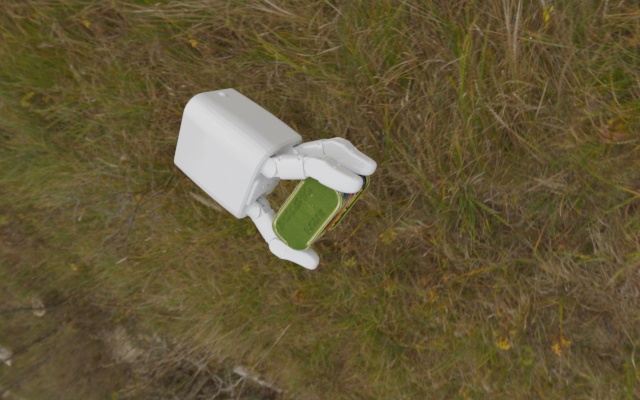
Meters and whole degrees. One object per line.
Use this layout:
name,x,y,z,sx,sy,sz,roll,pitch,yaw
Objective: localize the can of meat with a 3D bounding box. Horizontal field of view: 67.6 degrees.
can of meat,0.000,0.002,0.541,0.057,0.102,0.084,41,29,7
